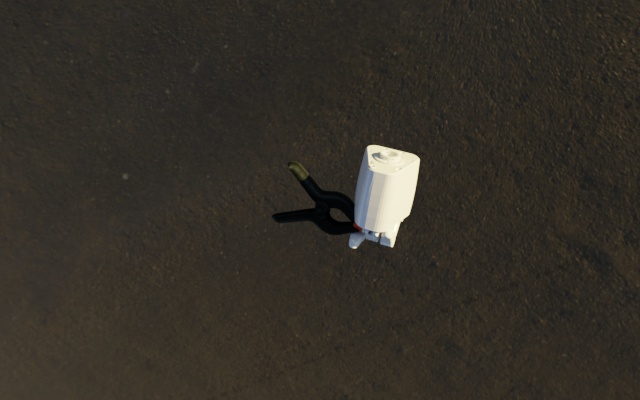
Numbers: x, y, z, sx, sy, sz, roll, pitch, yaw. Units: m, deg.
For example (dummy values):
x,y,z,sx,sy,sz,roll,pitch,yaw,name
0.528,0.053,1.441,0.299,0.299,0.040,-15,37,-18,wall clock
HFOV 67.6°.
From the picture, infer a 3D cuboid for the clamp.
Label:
x,y,z,sx,sy,sz,roll,pitch,yaw,name
0.000,0.003,0.840,0.171,0.120,0.039,14,27,11,clamp
